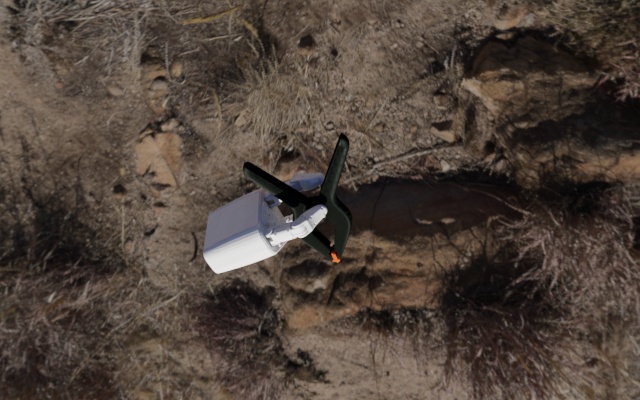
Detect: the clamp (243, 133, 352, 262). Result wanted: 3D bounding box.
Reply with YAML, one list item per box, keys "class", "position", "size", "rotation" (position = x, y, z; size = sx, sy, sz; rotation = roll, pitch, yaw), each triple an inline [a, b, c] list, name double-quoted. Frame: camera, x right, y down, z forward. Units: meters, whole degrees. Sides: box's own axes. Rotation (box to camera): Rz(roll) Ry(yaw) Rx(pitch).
- class: "clamp"
  position: [0.000, 0.003, 0.728]
  size: [0.164, 0.210, 0.036]
  rotation: [-21, 26, 19]
